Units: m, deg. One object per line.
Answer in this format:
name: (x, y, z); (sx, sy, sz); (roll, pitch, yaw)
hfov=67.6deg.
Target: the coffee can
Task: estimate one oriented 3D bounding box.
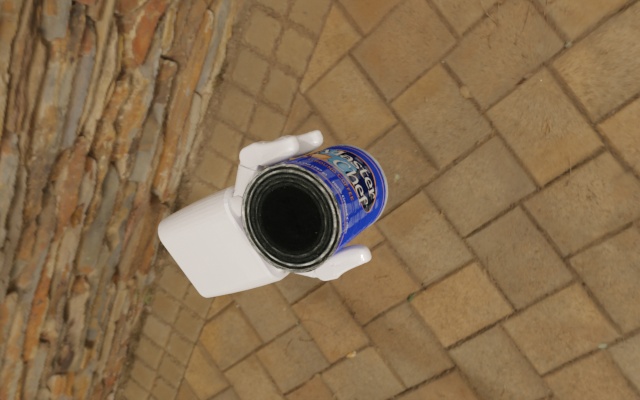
coffee can: (0.000, 0.002, 0.490); (0.103, 0.103, 0.140); (0, 13, 25)
